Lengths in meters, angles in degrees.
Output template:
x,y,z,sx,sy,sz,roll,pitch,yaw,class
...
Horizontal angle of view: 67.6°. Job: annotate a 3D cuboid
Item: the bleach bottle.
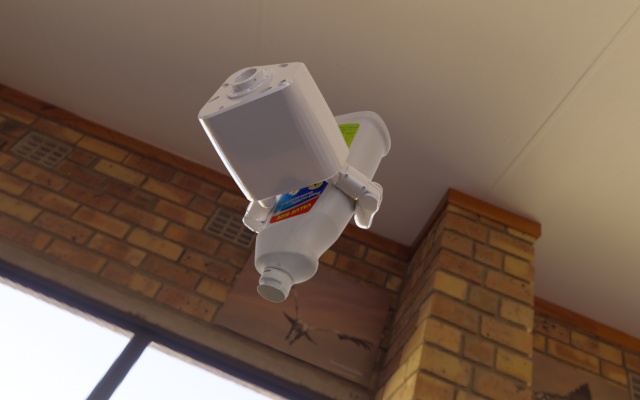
x,y,z,sx,sy,sz,roll,pitch,yaw,class
0.000,0.002,0.529,0.102,0.068,0.250,-6,41,30,bleach bottle
